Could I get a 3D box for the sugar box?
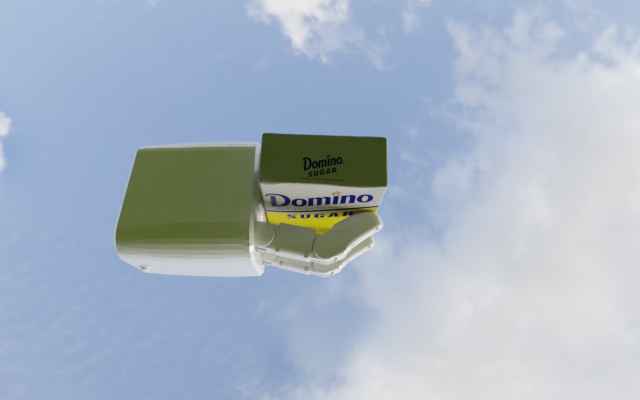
[{"bbox_3d":[0.000,0.002,0.416,0.093,0.048,0.176,2,-18,0],"label":"sugar box"}]
